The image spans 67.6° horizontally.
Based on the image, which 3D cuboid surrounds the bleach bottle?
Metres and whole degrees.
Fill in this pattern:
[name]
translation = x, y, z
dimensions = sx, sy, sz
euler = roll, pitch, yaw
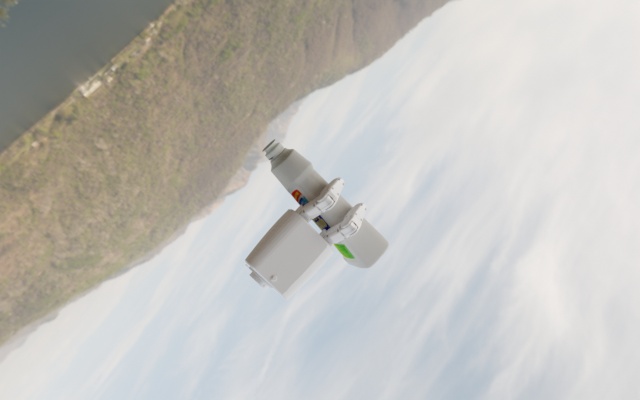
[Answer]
[bleach bottle]
translation = 0.000, 0.003, 0.774
dimensions = 0.251, 0.068, 0.102
euler = 47, -13, -16
